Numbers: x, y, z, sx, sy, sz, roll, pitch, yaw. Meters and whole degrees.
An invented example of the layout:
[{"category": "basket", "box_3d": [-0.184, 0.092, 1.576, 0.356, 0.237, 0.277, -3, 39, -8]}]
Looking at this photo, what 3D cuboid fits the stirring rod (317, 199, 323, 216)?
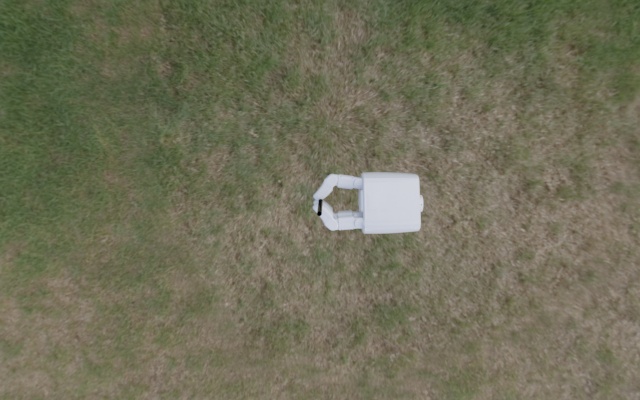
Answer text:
[{"category": "stirring rod", "box_3d": [0.000, 0.003, 0.888, 0.011, 0.011, 0.239, 0, 9, 1]}]
